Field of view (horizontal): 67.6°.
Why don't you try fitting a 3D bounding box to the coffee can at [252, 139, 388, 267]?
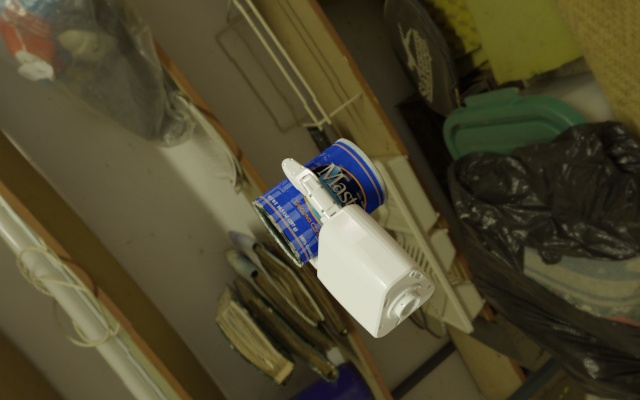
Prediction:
[{"bbox_3d":[0.000,0.002,0.608,0.140,0.103,0.103,-36,9,-12],"label":"coffee can"}]
